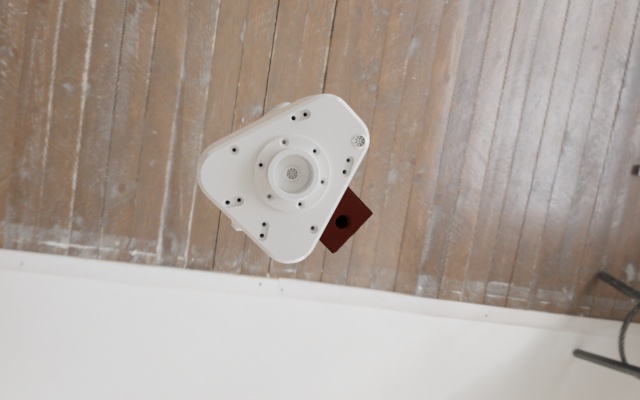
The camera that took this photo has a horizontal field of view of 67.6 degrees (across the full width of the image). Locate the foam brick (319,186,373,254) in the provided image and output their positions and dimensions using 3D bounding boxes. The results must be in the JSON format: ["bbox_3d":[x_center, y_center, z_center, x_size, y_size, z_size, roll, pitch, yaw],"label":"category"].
[{"bbox_3d":[0.000,0.002,0.440,0.078,0.053,0.051,45,-3,-12],"label":"foam brick"}]
